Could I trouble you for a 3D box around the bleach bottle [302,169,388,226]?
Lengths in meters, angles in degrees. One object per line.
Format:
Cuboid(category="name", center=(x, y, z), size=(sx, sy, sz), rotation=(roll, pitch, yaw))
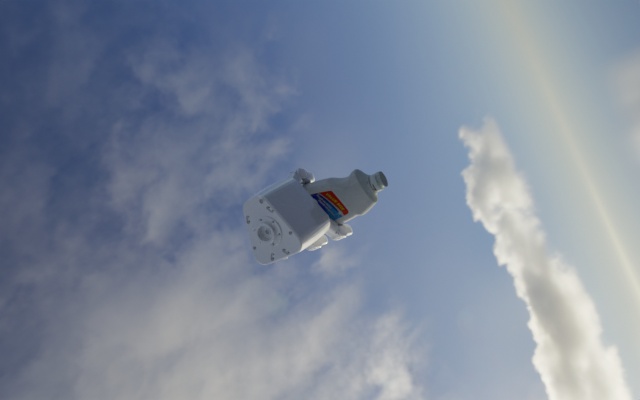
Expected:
Cuboid(category="bleach bottle", center=(0.000, 0.003, 0.850), size=(0.251, 0.102, 0.068), rotation=(-24, 5, 28))
